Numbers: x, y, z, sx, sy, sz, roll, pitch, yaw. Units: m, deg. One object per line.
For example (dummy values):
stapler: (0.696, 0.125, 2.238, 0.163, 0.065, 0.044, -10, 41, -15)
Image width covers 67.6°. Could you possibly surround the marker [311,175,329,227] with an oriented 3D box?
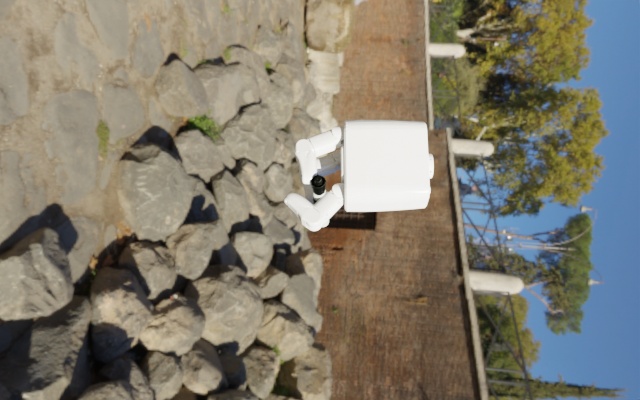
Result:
marker: (0.000, 0.002, 0.631, 0.020, 0.020, 0.121, 0, -28, 3)
